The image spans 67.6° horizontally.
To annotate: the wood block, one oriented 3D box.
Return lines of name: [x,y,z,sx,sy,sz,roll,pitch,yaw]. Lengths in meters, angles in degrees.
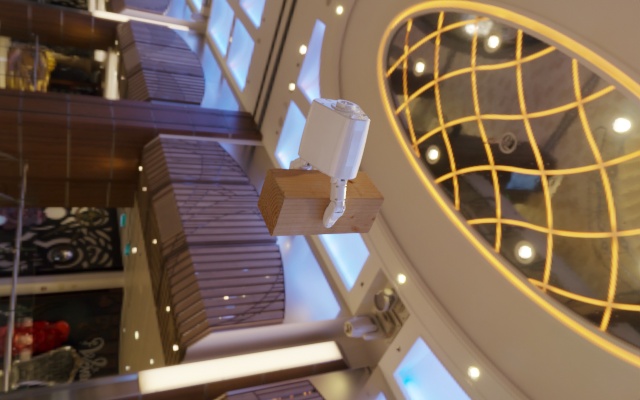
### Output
wood block: [0.000,0.003,0.887,0.206,0.090,0.090,0,39,-29]
